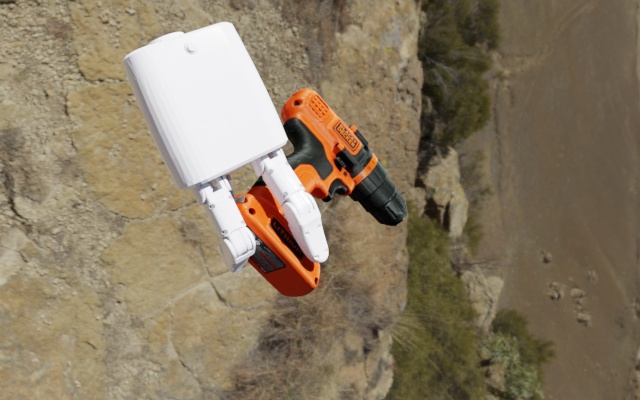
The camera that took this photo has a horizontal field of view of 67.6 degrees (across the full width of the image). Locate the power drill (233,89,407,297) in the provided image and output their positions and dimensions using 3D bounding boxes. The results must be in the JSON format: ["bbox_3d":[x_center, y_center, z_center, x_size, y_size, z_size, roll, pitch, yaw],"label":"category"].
[{"bbox_3d":[0.000,0.002,0.475,0.057,0.184,0.187,-29,20,46],"label":"power drill"}]
